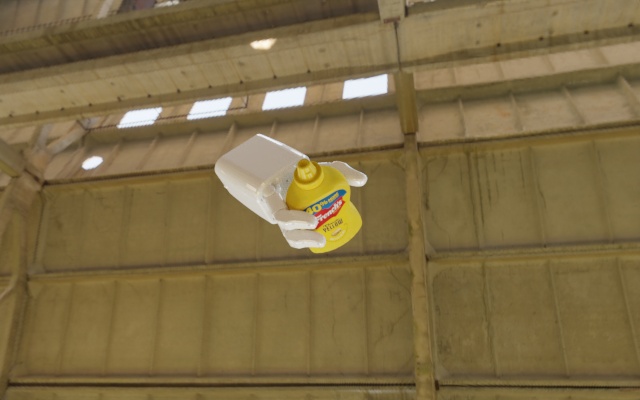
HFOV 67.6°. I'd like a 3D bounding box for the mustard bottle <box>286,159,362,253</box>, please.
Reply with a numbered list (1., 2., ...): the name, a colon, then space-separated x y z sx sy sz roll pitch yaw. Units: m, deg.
1. mustard bottle: 0.000 0.003 0.706 0.096 0.058 0.192 -29 -36 -3
